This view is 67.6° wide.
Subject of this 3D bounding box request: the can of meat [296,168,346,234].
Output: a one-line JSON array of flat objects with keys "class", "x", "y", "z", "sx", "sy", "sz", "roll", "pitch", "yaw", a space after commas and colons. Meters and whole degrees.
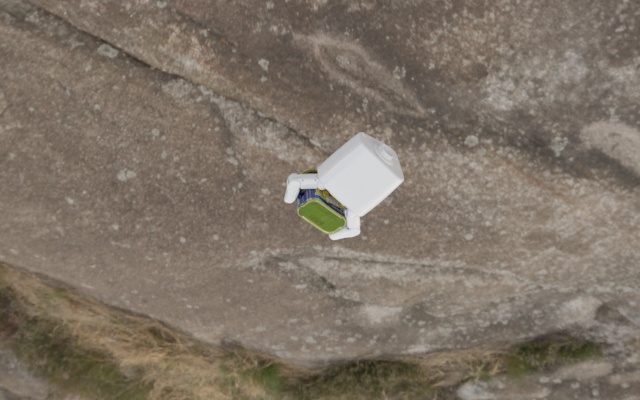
[{"class": "can of meat", "x": 0.000, "y": 0.003, "z": 0.888, "sx": 0.057, "sy": 0.083, "sz": 0.102, "roll": -38, "pitch": -55, "yaw": 26}]
